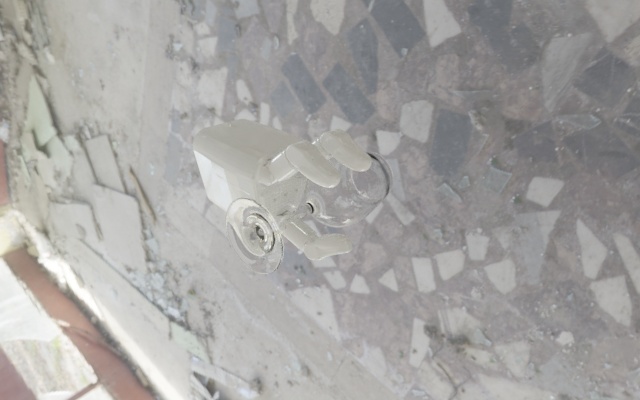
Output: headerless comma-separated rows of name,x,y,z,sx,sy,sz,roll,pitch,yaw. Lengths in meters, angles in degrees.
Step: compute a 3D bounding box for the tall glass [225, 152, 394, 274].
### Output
tall glass,0.000,0.002,0.502,0.079,0.079,0.201,0,18,41
